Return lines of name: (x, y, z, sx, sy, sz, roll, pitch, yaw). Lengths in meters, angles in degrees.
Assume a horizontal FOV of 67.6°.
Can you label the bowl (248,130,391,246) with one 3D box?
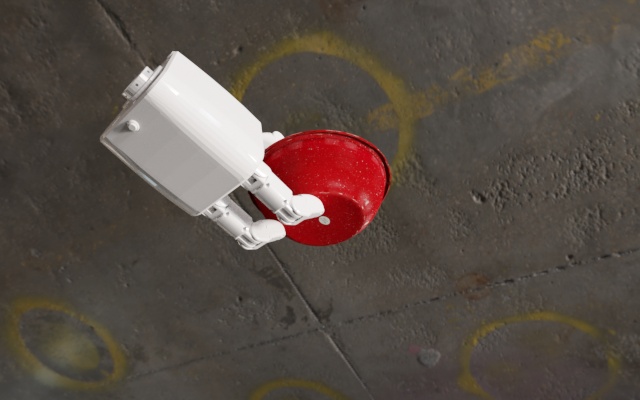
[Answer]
bowl: (0.001, 0.002, 0.521, 0.162, 0.055, 0.162, -3, -41, -2)
